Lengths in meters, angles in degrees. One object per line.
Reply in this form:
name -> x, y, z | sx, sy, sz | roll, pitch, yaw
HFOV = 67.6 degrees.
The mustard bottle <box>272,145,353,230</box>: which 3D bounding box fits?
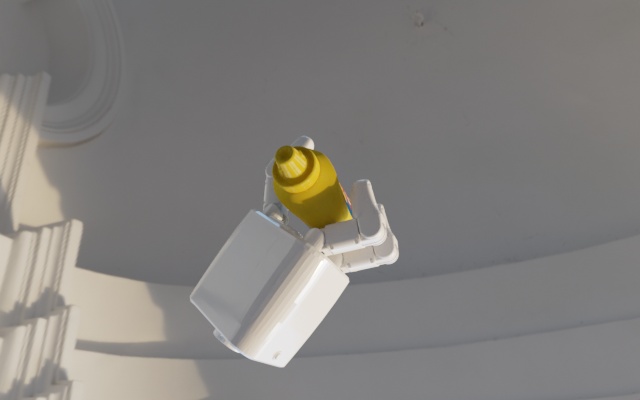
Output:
mustard bottle -> 0.000, 0.001, 0.473 | 0.058, 0.096, 0.192 | -32, -31, 4
